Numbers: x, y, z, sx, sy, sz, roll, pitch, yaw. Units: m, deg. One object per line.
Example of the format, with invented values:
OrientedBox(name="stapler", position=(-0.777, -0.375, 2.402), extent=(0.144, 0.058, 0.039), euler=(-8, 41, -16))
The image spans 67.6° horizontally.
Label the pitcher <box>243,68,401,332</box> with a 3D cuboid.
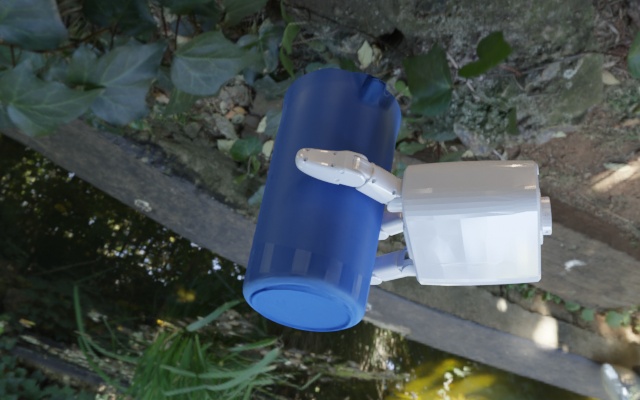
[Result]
OrientedBox(name="pitcher", position=(0.000, 0.002, 0.481), extent=(0.145, 0.242, 0.149), euler=(-2, -36, 20))
